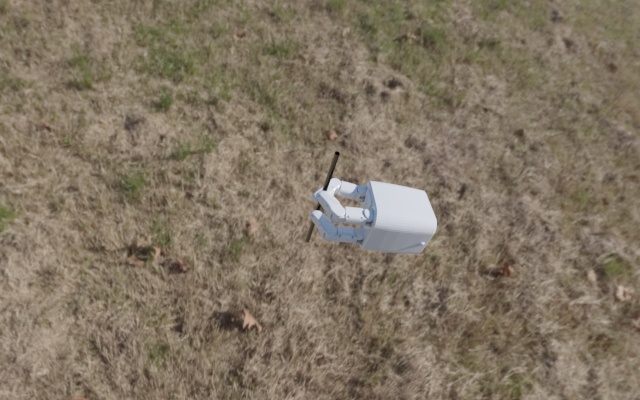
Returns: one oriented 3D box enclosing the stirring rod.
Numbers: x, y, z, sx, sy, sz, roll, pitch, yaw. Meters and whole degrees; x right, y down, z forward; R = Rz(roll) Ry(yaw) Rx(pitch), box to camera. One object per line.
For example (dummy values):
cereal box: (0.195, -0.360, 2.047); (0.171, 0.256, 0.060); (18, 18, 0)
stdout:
stirring rod: (0.000, 0.003, 0.798); (0.011, 0.011, 0.240); (0, -37, -15)
